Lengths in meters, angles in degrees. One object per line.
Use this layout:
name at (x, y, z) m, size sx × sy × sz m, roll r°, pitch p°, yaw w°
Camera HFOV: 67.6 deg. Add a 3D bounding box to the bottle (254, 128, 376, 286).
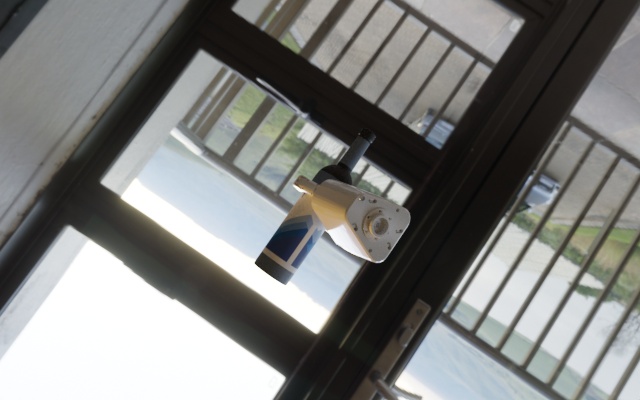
bottle at (0.000, 0.003, 0.805) m, size 0.069 × 0.295 × 0.069 m, roll 35°, pitch -6°, yaw 4°
